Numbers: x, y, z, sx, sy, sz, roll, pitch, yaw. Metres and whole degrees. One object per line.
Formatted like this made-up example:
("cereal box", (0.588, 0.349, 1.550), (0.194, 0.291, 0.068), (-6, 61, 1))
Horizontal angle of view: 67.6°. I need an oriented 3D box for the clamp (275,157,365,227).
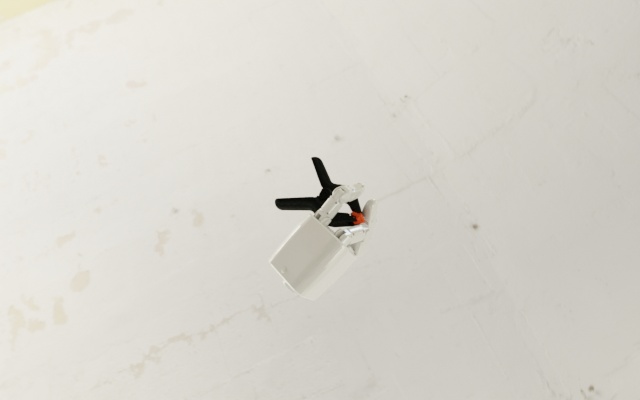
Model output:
("clamp", (0.001, 0.003, 0.837), (0.171, 0.120, 0.039), (41, -3, 38))
